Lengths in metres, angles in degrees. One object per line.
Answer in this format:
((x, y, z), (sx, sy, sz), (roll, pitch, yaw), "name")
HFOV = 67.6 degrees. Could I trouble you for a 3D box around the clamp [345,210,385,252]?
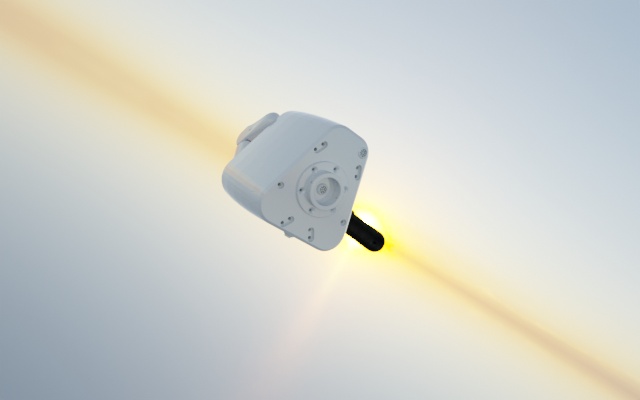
((0.000, 0.001, 0.554), (0.171, 0.039, 0.120), (31, -1, -30), "clamp")
